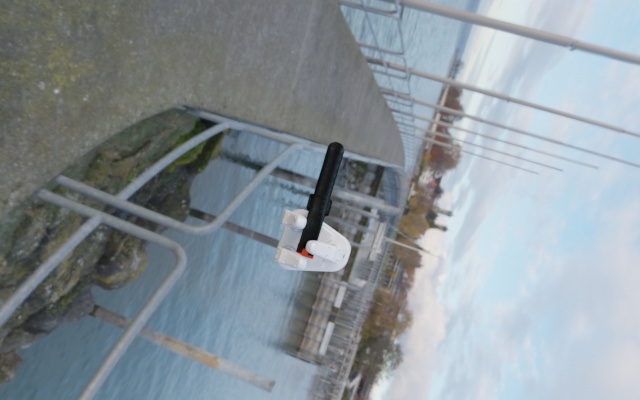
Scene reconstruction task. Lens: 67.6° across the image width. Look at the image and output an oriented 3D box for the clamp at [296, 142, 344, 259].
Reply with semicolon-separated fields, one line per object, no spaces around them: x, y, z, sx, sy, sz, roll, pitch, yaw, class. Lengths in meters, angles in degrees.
0.001;0.003;0.726;0.039;0.171;0.120;19;-4;7;clamp
